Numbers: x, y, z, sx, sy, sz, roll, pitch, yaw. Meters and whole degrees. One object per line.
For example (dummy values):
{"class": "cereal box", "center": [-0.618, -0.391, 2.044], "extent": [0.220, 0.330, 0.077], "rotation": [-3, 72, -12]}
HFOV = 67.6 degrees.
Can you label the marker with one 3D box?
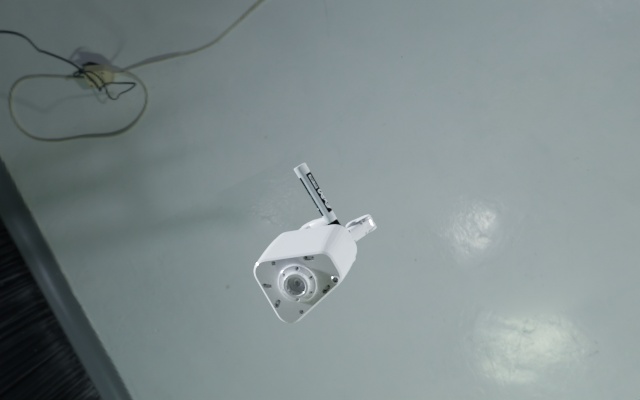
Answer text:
{"class": "marker", "center": [0.000, 0.002, 0.686], "extent": [0.020, 0.121, 0.020], "rotation": [-30, 6, 3]}
